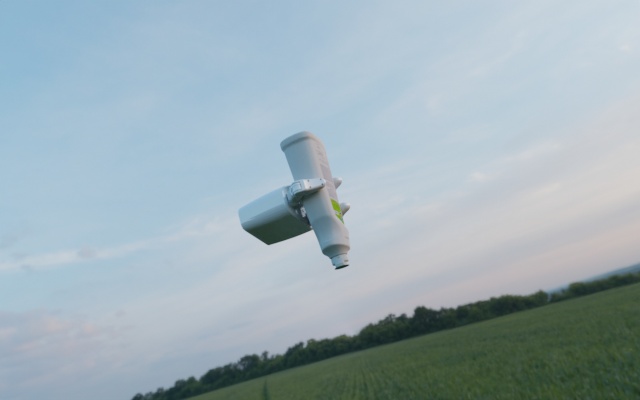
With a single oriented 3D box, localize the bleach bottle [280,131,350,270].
[{"bbox_3d":[0.000,0.003,0.878,0.068,0.250,0.102,-23,-19,18],"label":"bleach bottle"}]
